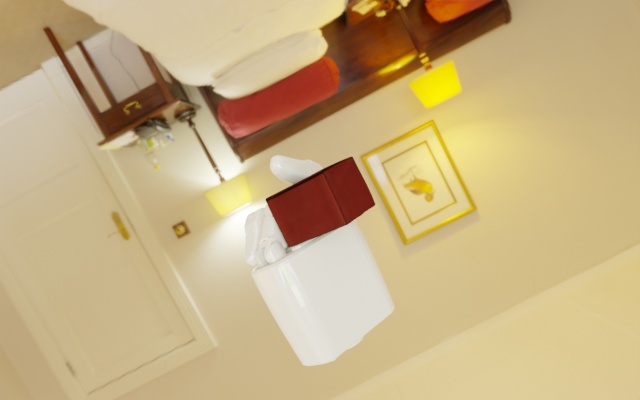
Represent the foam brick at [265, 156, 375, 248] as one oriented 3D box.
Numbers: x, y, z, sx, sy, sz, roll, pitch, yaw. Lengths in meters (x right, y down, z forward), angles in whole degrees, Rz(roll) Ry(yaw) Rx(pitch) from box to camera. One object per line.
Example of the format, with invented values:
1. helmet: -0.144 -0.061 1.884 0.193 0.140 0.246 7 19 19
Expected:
1. foam brick: 0.000 0.001 0.437 0.078 0.051 0.053 -25 3 40
